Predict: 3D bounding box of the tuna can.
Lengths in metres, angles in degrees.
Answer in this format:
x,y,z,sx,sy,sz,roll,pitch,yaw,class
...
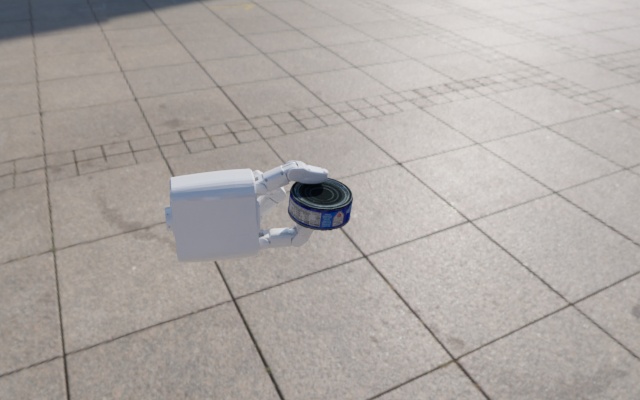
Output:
x,y,z,sx,sy,sz,roll,pitch,yaw,class
0.000,0.002,0.637,0.086,0.034,0.086,6,32,-3,tuna can
